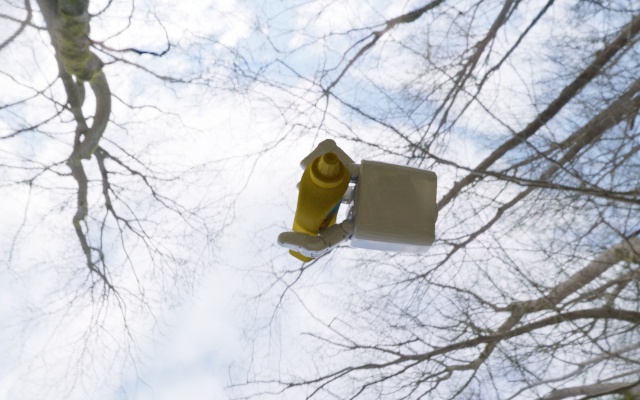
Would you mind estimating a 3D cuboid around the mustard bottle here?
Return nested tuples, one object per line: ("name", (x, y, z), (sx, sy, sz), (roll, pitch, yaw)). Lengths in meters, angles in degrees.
("mustard bottle", (0.000, 0.002, 0.620), (0.058, 0.096, 0.192), (28, -31, 8))
